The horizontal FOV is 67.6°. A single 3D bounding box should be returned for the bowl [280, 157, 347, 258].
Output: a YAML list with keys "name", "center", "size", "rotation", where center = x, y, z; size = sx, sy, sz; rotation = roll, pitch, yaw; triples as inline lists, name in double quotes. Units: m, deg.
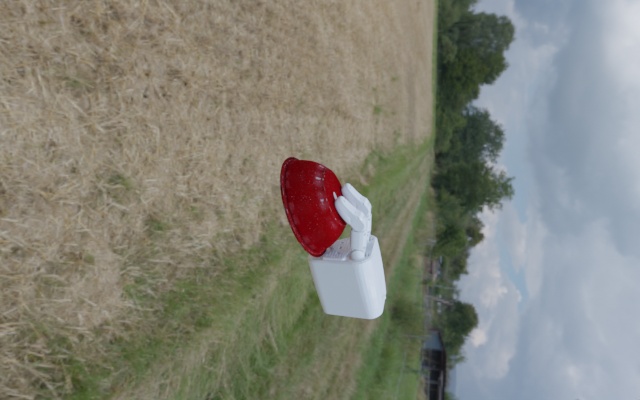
- name: "bowl"
  center: [0.000, 0.001, 0.730]
  size: [0.055, 0.162, 0.162]
  rotation: [-18, -6, 20]
